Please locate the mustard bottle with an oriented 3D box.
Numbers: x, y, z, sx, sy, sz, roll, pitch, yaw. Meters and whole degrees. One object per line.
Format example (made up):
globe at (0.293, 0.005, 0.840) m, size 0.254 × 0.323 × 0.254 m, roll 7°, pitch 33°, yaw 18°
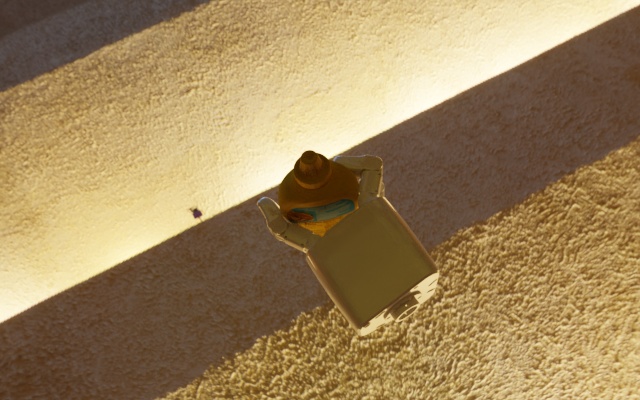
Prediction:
mustard bottle at (0.000, 0.002, 0.571) m, size 0.096 × 0.058 × 0.192 m, roll -9°, pitch -30°, yaw 3°
